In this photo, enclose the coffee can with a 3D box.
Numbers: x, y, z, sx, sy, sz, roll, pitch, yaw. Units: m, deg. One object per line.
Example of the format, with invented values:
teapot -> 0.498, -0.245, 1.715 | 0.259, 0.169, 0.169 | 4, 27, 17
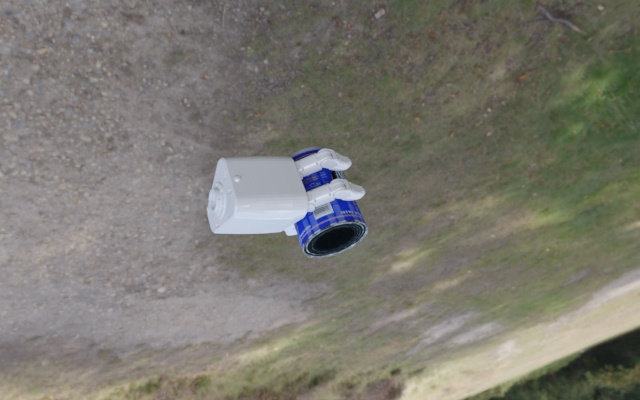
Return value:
coffee can -> 0.000, 0.002, 0.733 | 0.103, 0.140, 0.103 | -16, -29, -9
